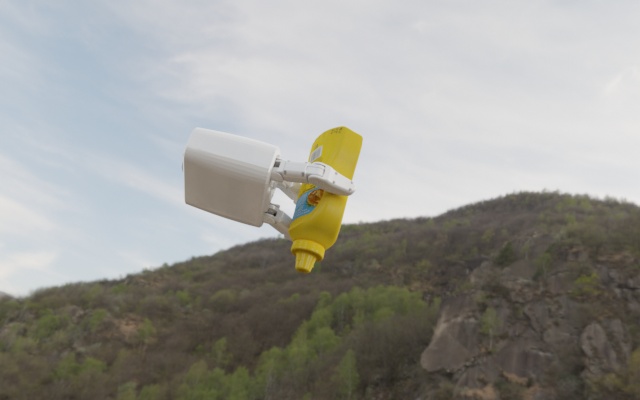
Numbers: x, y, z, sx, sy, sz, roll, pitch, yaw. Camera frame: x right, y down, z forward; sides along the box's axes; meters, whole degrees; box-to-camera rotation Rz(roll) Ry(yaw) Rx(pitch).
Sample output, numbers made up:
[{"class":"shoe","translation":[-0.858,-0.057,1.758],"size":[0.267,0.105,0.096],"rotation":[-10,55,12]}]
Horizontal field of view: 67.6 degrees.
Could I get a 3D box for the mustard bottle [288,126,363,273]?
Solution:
[{"class":"mustard bottle","translation":[0.000,0.002,0.618],"size":[0.058,0.191,0.096],"rotation":[27,-29,-22]}]
